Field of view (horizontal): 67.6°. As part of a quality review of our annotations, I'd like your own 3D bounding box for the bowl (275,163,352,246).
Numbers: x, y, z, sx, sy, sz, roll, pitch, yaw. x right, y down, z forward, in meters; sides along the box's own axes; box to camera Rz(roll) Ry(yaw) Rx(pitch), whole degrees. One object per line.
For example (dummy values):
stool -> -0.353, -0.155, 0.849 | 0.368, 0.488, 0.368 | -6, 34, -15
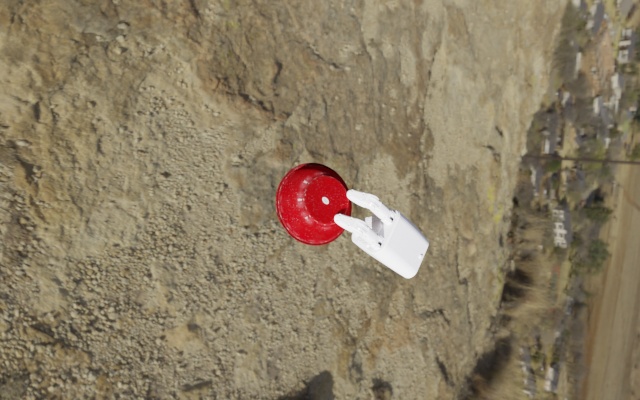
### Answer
bowl -> -0.001, 0.002, 0.895 | 0.162, 0.162, 0.055 | 0, -8, -25
